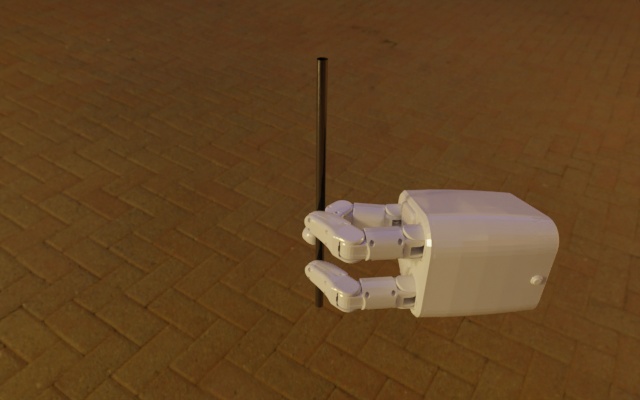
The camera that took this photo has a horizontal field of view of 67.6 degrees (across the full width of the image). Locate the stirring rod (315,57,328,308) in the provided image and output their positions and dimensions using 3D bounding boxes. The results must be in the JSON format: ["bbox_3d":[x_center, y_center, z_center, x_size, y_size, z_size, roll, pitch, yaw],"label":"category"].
[{"bbox_3d":[0.000,0.001,0.401,0.011,0.240,0.011,0,33,0],"label":"stirring rod"}]
